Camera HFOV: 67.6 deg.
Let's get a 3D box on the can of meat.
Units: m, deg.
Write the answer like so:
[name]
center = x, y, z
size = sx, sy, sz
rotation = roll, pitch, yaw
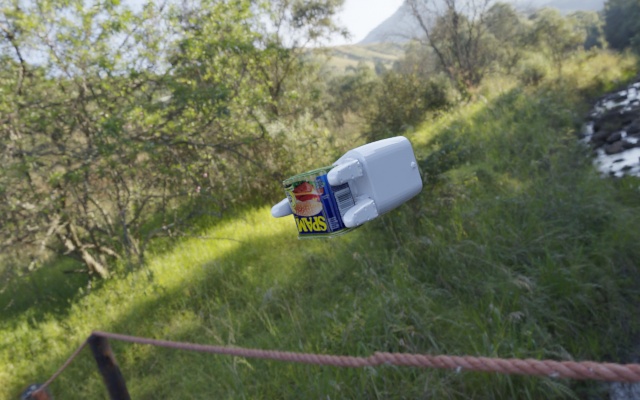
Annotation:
[can of meat]
center = 0.000, 0.002, 0.629
size = 0.057, 0.084, 0.102
rotation = -22, 8, -33
